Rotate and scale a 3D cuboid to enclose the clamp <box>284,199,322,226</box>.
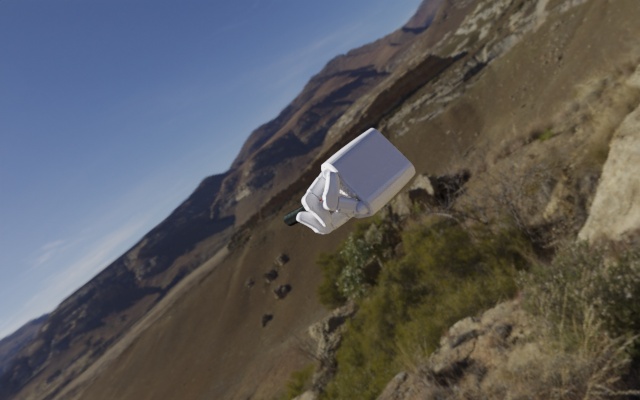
[{"bbox_3d":[0.000,0.002,0.854,0.120,0.039,0.171,-39,7,-16],"label":"clamp"}]
